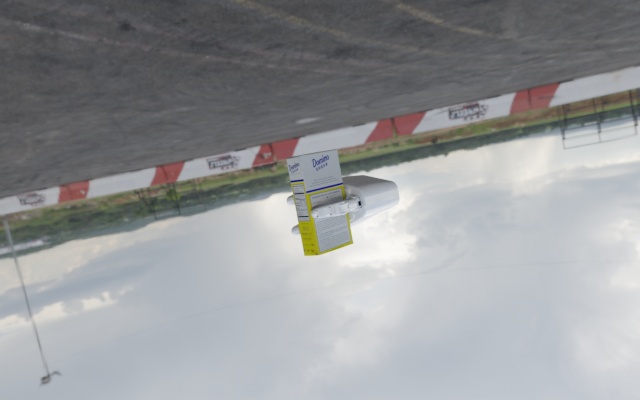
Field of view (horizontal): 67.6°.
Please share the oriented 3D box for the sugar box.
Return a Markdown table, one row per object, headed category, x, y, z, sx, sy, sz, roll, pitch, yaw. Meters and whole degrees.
| category | x | y | z | sx | sy | sz | roll | pitch | yaw |
| --- | --- | --- | --- | --- | --- | --- | --- | --- | --- |
| sugar box | 0.000 | 0.003 | 0.847 | 0.093 | 0.176 | 0.048 | -14 | 4 | -42 |
